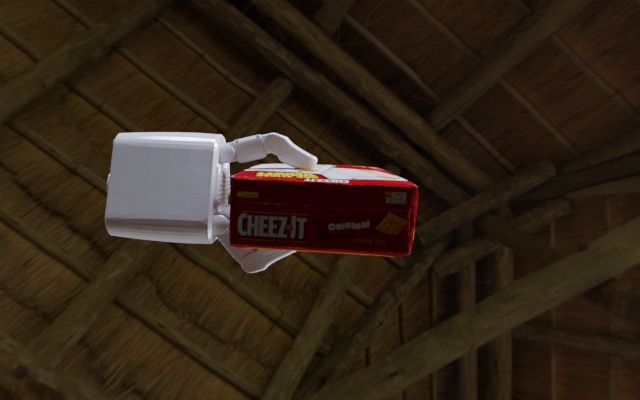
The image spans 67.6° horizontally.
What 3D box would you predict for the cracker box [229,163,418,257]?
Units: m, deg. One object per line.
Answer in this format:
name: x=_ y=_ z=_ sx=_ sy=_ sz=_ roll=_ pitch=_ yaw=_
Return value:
cracker box: x=0.000 y=0.001 z=0.517 sx=0.164 sy=0.072 sz=0.213 roll=2 pitch=8 yaw=-1
